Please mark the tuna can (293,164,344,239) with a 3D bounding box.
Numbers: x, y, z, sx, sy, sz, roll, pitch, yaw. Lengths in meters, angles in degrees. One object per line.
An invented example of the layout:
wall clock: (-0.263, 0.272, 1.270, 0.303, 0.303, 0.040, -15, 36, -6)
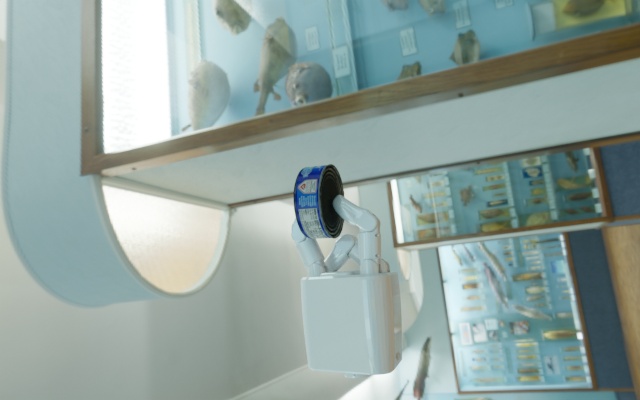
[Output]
tuna can: (0.000, 0.002, 0.555, 0.034, 0.086, 0.086, -4, -1, 21)
